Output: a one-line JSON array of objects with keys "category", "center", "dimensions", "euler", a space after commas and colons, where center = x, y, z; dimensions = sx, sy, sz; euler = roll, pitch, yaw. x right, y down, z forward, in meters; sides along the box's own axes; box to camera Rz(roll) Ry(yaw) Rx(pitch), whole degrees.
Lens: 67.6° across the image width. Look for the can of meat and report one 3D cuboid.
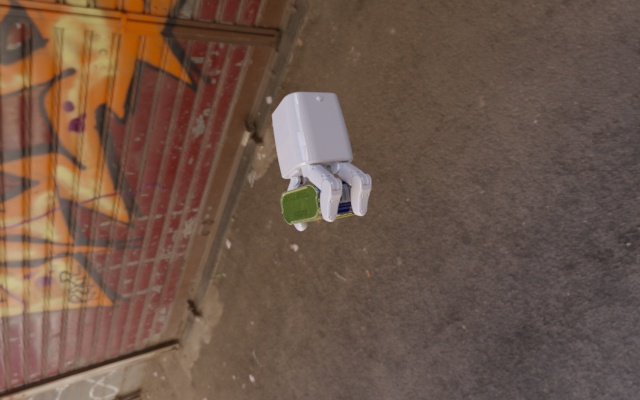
[{"category": "can of meat", "center": [0.000, 0.002, 0.722], "dimensions": [0.084, 0.057, 0.102], "euler": [-8, -4, -37]}]
